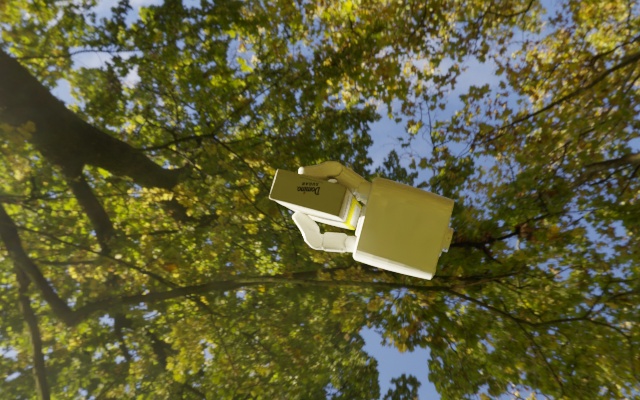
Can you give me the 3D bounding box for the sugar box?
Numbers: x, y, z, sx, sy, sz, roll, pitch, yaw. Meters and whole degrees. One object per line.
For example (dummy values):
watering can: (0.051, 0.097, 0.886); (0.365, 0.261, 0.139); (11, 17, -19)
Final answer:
sugar box: (0.000, 0.002, 0.660); (0.093, 0.048, 0.176); (15, -8, 12)
